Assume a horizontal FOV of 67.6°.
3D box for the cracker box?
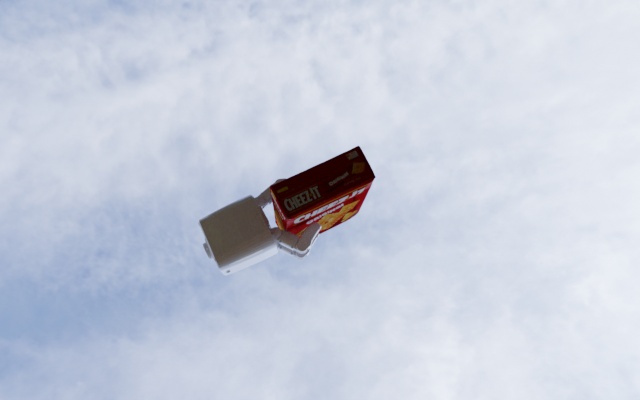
[{"bbox_3d":[0.000,0.003,0.857,0.164,0.072,0.214,-26,-14,-11],"label":"cracker box"}]
